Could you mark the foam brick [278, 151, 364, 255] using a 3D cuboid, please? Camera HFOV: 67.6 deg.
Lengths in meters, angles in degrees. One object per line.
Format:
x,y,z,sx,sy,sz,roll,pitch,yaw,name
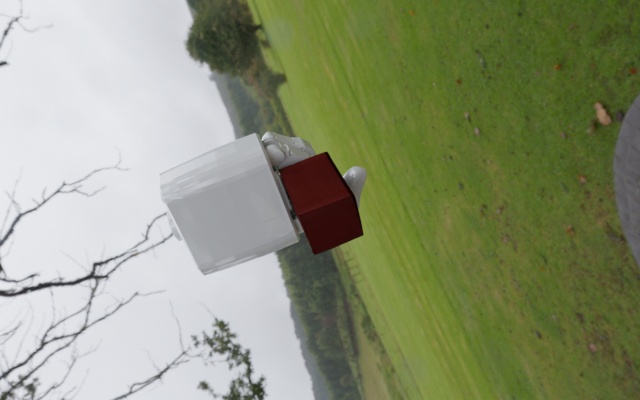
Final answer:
0.000,0.002,0.446,0.051,0.053,0.078,-22,40,-5,foam brick
